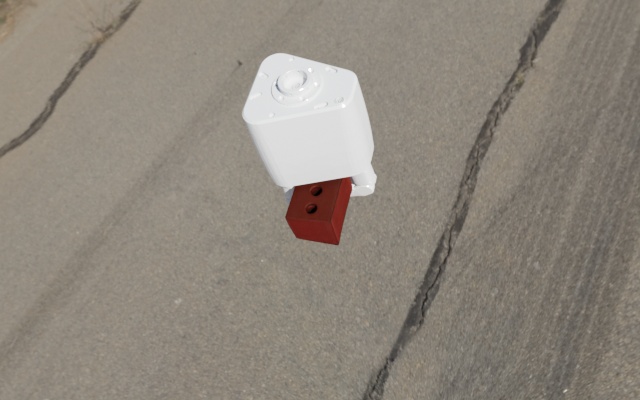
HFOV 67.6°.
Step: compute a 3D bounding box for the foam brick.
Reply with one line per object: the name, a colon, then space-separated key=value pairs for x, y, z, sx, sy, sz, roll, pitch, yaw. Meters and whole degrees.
foam brick: x=0.000 y=0.002 z=0.533 sx=0.053 sy=0.078 sz=0.051 roll=6 pitch=-29 yaw=17
